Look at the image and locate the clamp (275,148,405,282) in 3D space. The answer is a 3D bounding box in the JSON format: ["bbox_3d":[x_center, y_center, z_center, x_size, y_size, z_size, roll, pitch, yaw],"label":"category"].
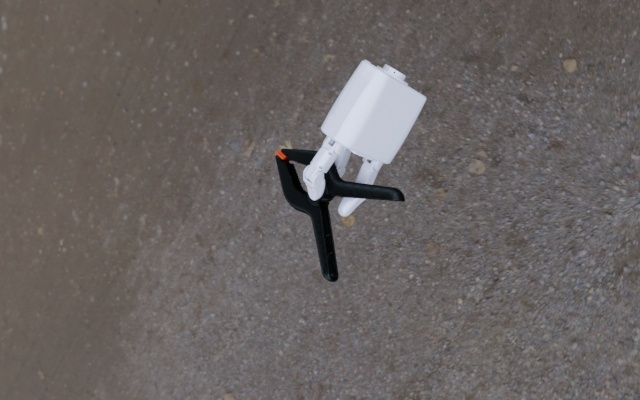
[{"bbox_3d":[-0.001,0.002,0.695,0.210,0.164,0.036,40,16,27],"label":"clamp"}]
